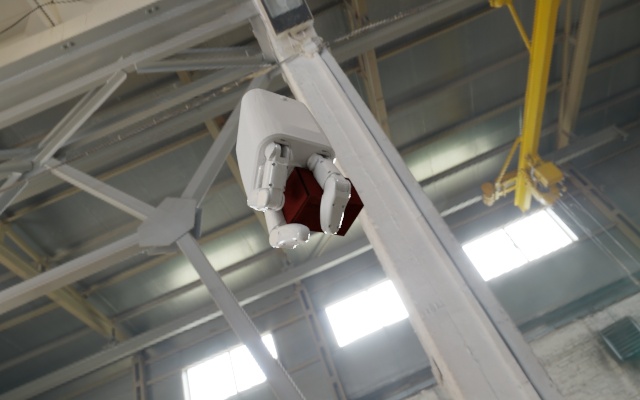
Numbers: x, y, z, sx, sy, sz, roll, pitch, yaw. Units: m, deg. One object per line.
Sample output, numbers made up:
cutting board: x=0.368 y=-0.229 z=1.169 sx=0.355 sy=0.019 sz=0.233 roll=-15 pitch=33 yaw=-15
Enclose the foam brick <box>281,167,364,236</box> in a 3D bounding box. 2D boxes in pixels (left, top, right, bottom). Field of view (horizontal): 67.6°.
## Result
foam brick: x=0.000 y=0.002 z=0.551 sx=0.078 sy=0.053 sz=0.051 roll=11 pitch=36 yaw=-33
